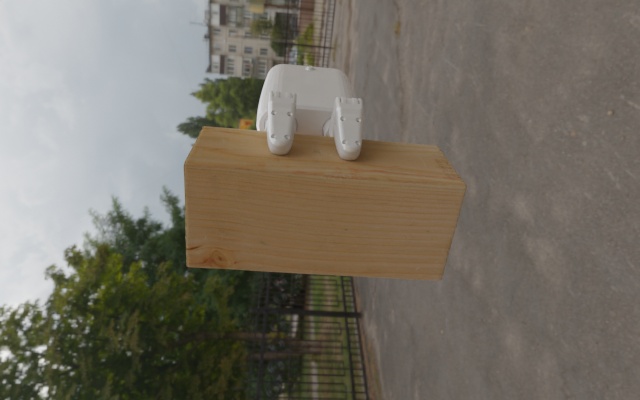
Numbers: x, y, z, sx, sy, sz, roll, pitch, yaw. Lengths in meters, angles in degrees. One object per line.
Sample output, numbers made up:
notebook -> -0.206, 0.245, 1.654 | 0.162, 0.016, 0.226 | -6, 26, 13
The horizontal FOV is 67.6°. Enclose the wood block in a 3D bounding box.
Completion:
wood block -> 0.000, 0.001, 0.401 | 0.206, 0.091, 0.090 | 4, 27, -5
